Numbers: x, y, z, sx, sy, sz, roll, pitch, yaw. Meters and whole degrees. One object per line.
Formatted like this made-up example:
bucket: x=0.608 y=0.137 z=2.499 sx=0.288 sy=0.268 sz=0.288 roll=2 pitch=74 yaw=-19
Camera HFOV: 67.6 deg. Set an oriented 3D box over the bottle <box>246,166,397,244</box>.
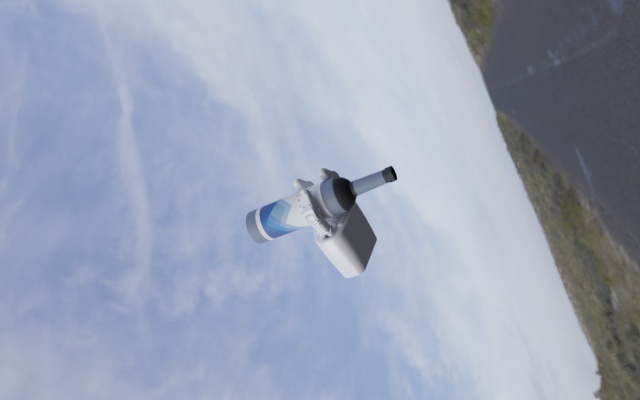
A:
bottle: x=0.000 y=0.003 z=0.873 sx=0.296 sy=0.069 sz=0.069 roll=-22 pitch=-9 yaw=23
